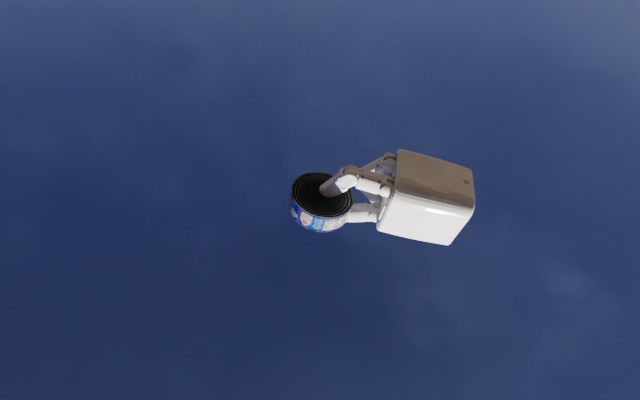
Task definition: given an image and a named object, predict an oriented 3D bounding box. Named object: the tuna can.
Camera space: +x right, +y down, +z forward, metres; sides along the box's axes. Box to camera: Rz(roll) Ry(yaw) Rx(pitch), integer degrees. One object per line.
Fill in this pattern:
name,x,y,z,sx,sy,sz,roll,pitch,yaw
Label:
tuna can,0.000,0.003,0.651,0.086,0.086,0.034,0,-44,-17
